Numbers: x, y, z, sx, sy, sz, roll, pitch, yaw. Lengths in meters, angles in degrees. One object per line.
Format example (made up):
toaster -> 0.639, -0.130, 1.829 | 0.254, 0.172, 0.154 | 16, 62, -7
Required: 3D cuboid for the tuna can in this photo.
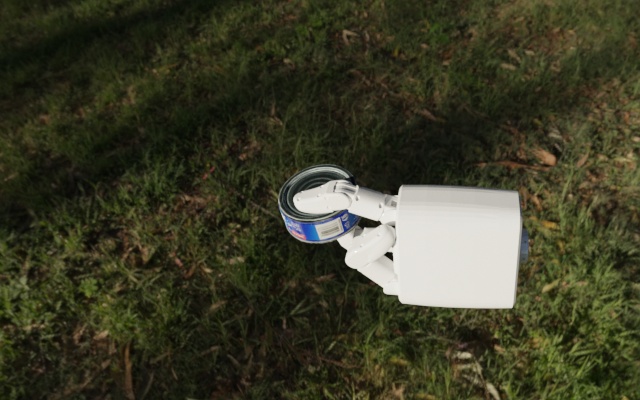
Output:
tuna can -> 0.000, 0.001, 0.497 | 0.086, 0.086, 0.034 | 0, -44, 19
